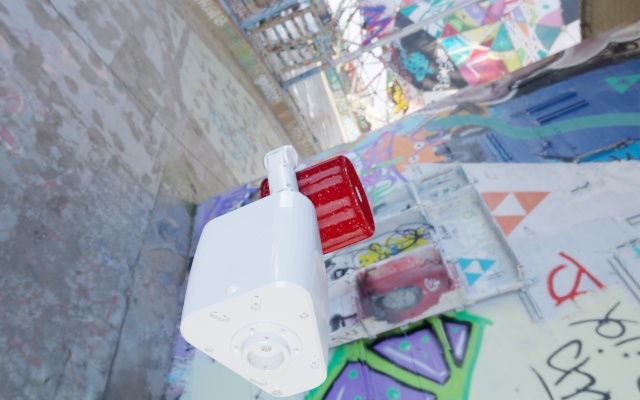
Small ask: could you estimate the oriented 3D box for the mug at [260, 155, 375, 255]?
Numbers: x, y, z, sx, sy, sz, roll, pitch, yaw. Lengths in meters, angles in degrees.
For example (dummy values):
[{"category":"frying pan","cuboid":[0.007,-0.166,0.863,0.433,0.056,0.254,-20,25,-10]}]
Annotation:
[{"category":"mug","cuboid":[0.000,0.001,0.459,0.081,0.093,0.117,-21,33,12]}]
